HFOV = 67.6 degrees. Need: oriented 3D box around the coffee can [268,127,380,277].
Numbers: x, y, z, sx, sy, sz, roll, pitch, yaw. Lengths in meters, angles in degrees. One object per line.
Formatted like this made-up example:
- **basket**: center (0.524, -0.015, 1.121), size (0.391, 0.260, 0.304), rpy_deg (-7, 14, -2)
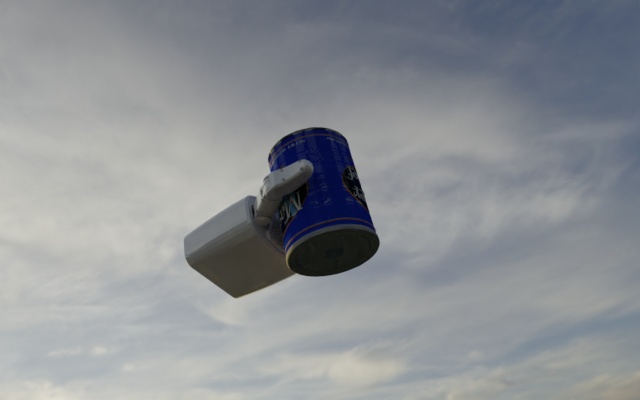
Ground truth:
- **coffee can**: center (0.000, 0.002, 0.549), size (0.103, 0.140, 0.103), rpy_deg (-10, -33, -7)
